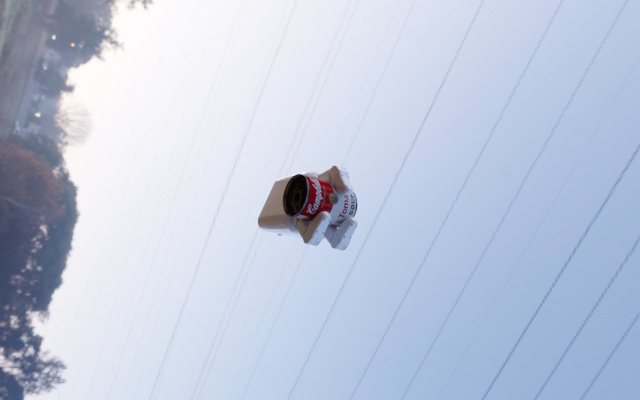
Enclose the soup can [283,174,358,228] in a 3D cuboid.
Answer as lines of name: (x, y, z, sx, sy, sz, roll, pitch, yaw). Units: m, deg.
soup can: (0.001, 0.002, 0.763, 0.102, 0.068, 0.068, 15, -9, -35)
